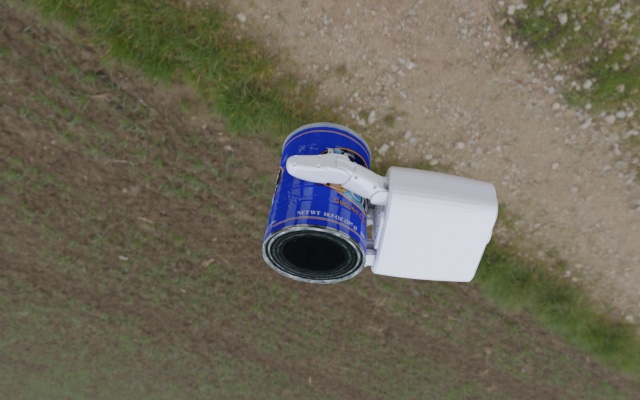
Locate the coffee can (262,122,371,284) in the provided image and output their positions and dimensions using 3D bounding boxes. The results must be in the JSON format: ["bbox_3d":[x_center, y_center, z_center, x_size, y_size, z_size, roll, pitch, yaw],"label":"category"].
[{"bbox_3d":[0.000,0.001,0.508,0.103,0.140,0.103,5,-39,4],"label":"coffee can"}]
